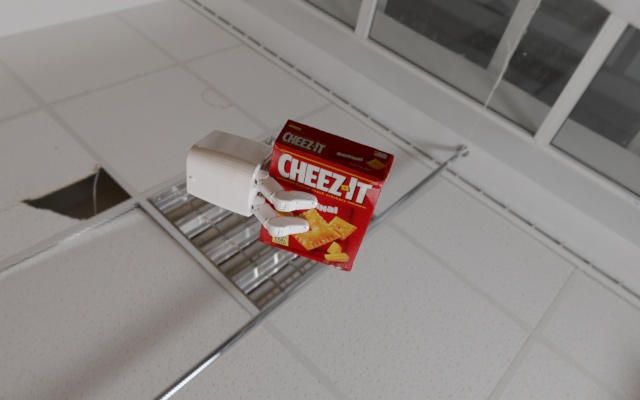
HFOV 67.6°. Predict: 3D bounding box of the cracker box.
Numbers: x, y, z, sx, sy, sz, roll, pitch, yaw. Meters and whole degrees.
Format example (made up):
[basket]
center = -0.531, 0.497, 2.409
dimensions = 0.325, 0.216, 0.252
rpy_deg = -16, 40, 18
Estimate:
[cracker box]
center = 0.000, 0.002, 0.733
dimensions = 0.164, 0.214, 0.072
rpy_deg = 19, 45, 4
